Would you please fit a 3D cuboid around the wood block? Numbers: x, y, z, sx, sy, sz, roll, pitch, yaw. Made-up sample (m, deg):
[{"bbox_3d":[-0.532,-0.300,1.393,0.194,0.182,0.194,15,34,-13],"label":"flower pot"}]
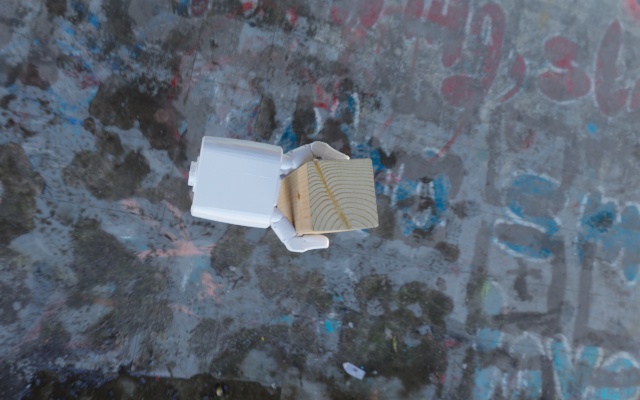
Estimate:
[{"bbox_3d":[0.000,0.003,0.695,0.090,0.091,0.206,-4,-4,-16],"label":"wood block"}]
